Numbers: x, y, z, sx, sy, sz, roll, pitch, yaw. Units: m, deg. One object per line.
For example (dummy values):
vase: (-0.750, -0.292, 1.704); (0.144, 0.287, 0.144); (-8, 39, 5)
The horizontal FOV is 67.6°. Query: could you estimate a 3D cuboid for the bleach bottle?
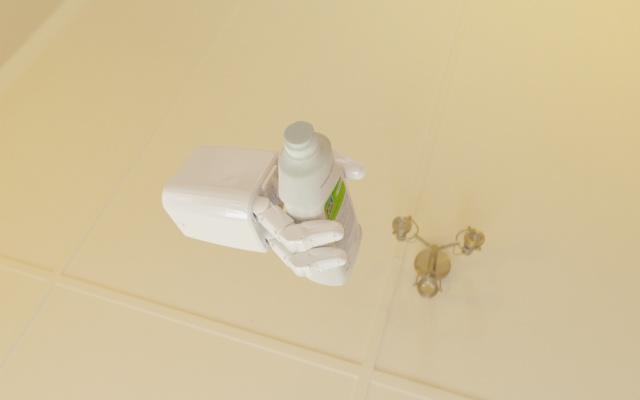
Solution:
bleach bottle: (0.000, 0.002, 0.536); (0.068, 0.102, 0.251); (9, -32, 15)
